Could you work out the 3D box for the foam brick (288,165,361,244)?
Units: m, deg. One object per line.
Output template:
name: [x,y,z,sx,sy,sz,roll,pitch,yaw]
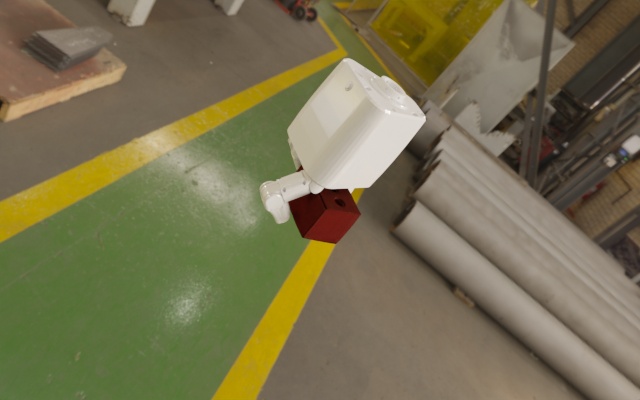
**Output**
foam brick: [0.000,0.002,0.547,0.053,0.078,0.051,12,-50,-40]
